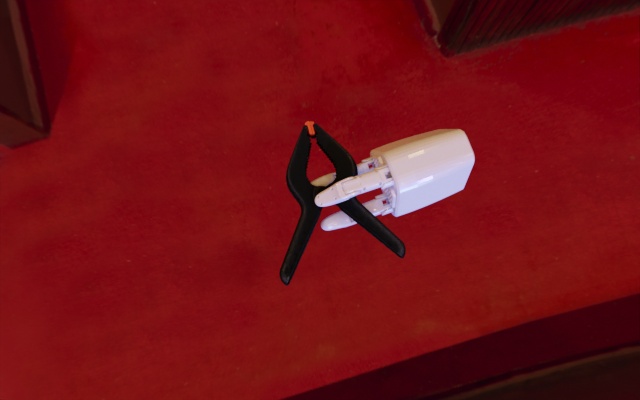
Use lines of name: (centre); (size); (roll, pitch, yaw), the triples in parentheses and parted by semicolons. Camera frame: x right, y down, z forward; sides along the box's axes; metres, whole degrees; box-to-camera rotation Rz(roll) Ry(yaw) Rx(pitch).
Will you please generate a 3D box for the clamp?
clamp: (0.000, 0.001, 0.624); (0.164, 0.210, 0.036); (-20, -8, -3)
